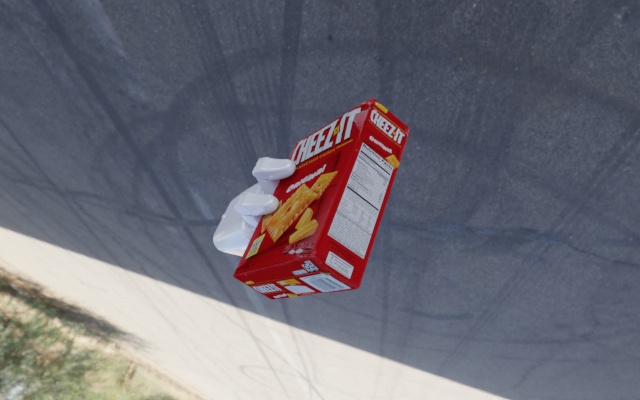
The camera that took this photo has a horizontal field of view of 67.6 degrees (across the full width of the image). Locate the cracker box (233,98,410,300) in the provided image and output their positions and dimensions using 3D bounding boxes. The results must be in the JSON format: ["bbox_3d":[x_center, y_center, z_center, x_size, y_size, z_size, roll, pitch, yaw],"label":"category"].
[{"bbox_3d":[0.000,0.002,0.559,0.072,0.213,0.164,36,-32,-24],"label":"cracker box"}]
